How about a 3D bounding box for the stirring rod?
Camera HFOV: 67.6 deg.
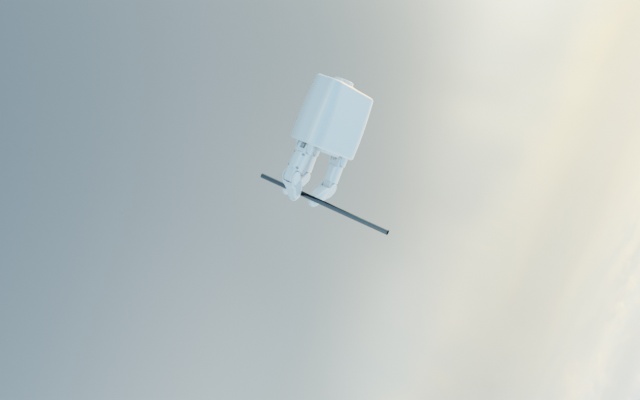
[{"bbox_3d":[0.000,0.002,0.751,0.239,0.011,0.011,24,11,26],"label":"stirring rod"}]
